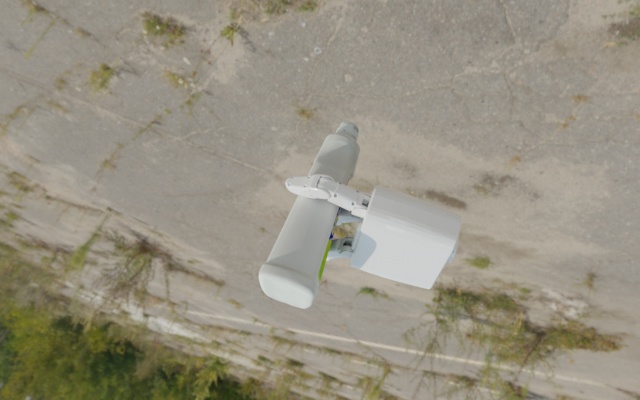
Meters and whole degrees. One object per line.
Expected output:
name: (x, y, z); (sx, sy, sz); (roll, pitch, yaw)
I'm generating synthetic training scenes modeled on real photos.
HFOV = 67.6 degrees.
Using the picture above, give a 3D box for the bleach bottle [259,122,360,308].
bleach bottle: (0.000, 0.002, 0.600); (0.068, 0.250, 0.103); (19, -25, 5)
